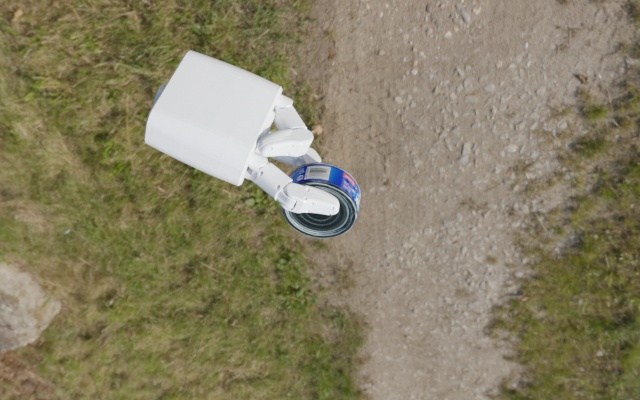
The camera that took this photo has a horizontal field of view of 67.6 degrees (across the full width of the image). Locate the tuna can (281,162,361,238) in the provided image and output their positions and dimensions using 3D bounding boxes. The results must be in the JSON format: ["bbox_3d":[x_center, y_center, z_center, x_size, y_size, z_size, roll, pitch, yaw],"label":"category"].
[{"bbox_3d":[0.000,0.002,0.523,0.086,0.086,0.033,0,42,11],"label":"tuna can"}]
